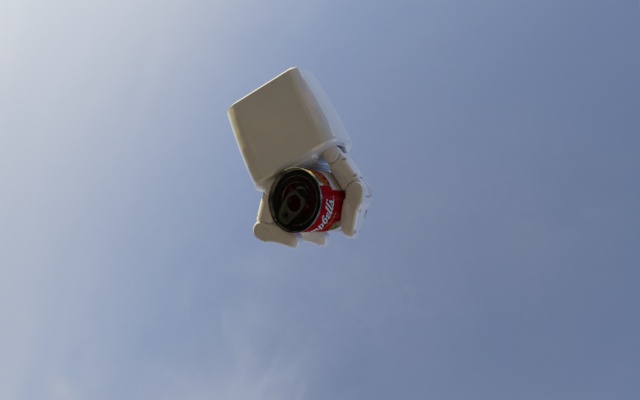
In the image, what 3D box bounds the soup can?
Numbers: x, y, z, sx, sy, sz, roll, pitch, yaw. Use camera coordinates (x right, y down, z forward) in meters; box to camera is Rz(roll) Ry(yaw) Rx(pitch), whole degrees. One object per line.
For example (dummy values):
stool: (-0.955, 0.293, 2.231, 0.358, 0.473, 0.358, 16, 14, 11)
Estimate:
soup can: (0.001, 0.002, 0.531, 0.068, 0.068, 0.102, 0, -2, 34)
